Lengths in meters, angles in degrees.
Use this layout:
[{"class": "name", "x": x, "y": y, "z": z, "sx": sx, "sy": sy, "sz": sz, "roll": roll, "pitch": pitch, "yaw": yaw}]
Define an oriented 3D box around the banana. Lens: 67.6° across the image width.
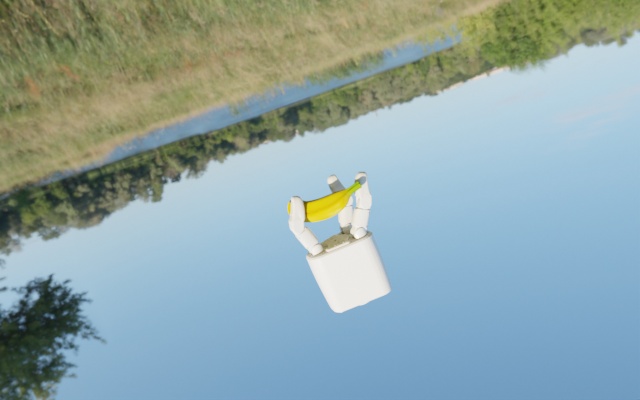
[{"class": "banana", "x": -0.011, "y": 0.011, "z": 0.808, "sx": 0.069, "sy": 0.037, "sz": 0.198, "roll": -35, "pitch": 14, "yaw": -35}]
